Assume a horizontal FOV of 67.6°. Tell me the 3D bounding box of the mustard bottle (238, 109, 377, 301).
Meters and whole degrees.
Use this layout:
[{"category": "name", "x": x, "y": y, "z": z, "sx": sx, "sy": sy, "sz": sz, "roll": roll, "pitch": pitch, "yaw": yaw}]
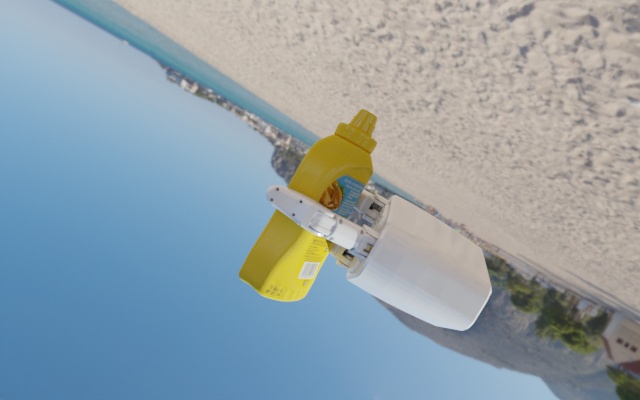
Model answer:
[{"category": "mustard bottle", "x": 0.000, "y": 0.002, "z": 0.456, "sx": 0.058, "sy": 0.191, "sz": 0.096, "roll": 32, "pitch": 6, "yaw": 27}]
